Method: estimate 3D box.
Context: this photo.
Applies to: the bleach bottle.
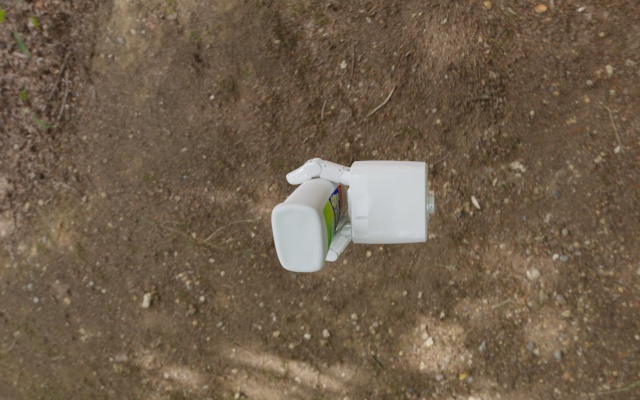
[{"bbox_3d":[0.000,0.002,0.716,0.068,0.103,0.250,1,24,14],"label":"bleach bottle"}]
